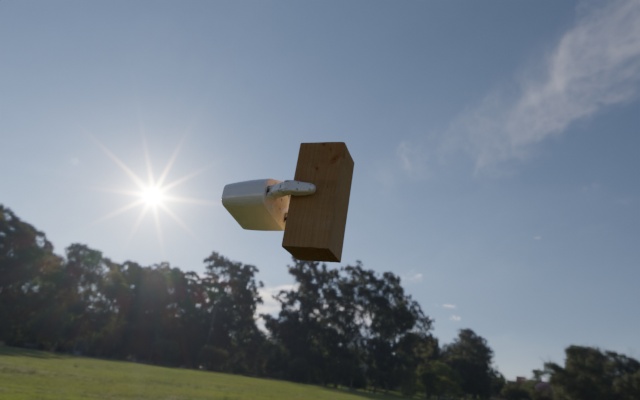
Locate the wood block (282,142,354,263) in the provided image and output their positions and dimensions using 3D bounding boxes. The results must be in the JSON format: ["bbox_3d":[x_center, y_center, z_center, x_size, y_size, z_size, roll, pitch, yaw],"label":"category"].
[{"bbox_3d":[0.000,0.003,0.891,0.090,0.206,0.091,1,-22,19],"label":"wood block"}]
